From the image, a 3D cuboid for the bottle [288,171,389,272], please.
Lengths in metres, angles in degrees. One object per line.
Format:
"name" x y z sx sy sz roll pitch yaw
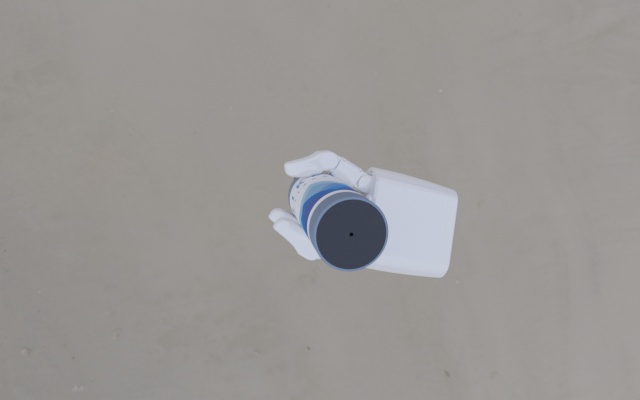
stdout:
"bottle" 0.000 0.002 0.548 0.069 0.069 0.295 0 11 -11
